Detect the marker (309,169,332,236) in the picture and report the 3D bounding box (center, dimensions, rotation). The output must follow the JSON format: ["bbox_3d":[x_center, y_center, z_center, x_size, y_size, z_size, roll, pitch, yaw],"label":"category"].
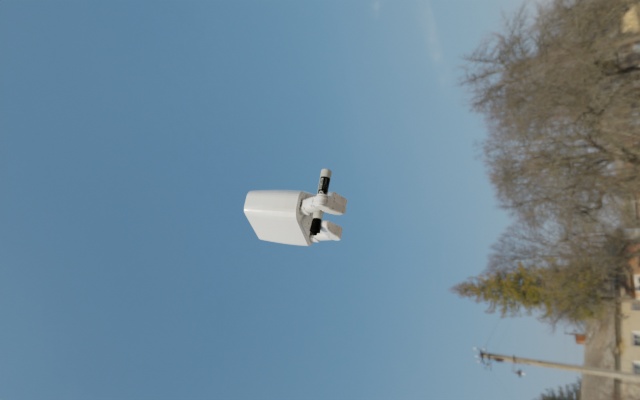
[{"bbox_3d":[0.000,0.003,0.826,0.020,0.121,0.020,10,-21,4],"label":"marker"}]
